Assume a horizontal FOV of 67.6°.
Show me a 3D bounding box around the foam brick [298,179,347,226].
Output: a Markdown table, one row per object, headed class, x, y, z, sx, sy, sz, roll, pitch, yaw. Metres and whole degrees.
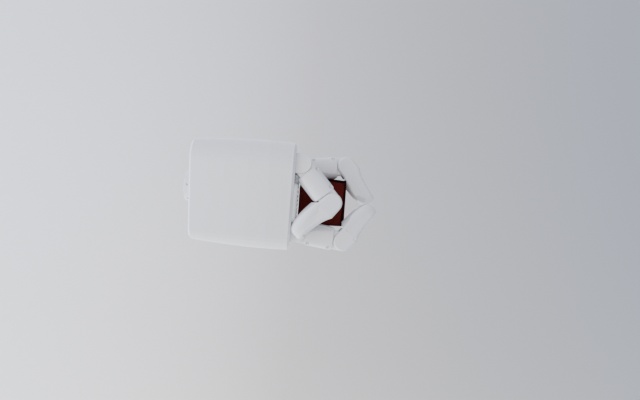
| class | x | y | z | sx | sy | sz | roll | pitch | yaw |
| --- | --- | --- | --- | --- | --- | --- | --- | --- | --- |
| foam brick | 0.000 | 0.002 | 0.556 | 0.051 | 0.053 | 0.078 | 4 | -2 | -2 |
